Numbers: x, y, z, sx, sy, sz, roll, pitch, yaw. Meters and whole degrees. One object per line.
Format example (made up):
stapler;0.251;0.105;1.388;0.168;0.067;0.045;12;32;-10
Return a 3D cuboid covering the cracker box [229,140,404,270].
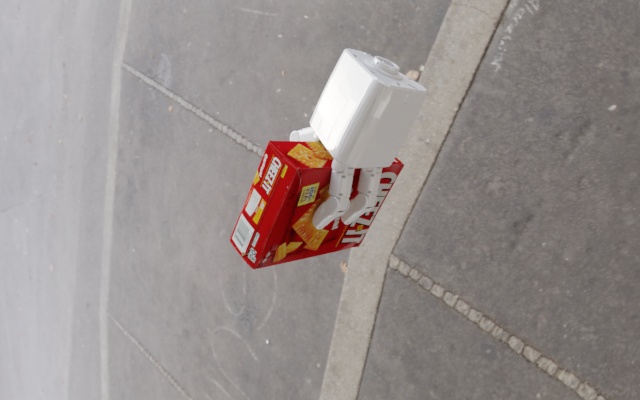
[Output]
cracker box;0.000;0.002;0.663;0.213;0.164;0.072;-6;42;-44
